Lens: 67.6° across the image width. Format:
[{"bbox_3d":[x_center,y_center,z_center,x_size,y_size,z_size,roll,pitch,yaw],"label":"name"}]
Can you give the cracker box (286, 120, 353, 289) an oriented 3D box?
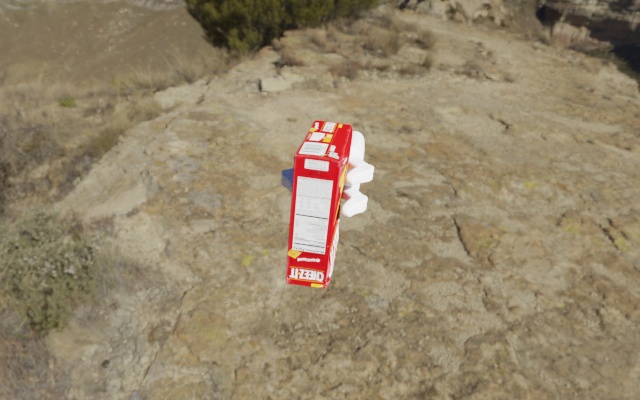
[{"bbox_3d":[0.000,0.002,0.745,0.072,0.214,0.164,8,27,5],"label":"cracker box"}]
